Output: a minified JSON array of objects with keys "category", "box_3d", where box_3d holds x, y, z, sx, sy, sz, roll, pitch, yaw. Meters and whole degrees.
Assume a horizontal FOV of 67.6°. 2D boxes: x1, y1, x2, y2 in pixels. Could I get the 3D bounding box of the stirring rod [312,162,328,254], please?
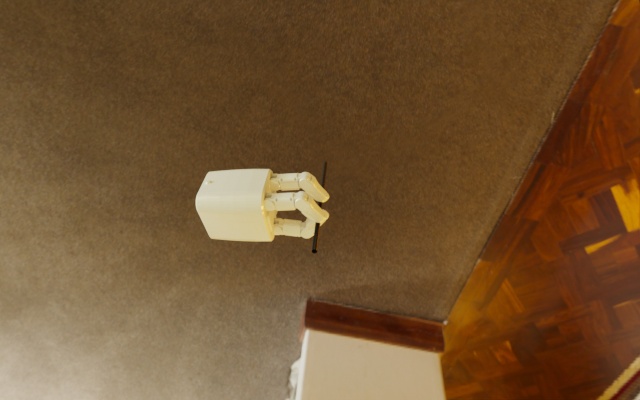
[{"category":"stirring rod","box_3d":[0.000,0.003,0.784,0.011,0.011,0.239,0,36,5]}]
